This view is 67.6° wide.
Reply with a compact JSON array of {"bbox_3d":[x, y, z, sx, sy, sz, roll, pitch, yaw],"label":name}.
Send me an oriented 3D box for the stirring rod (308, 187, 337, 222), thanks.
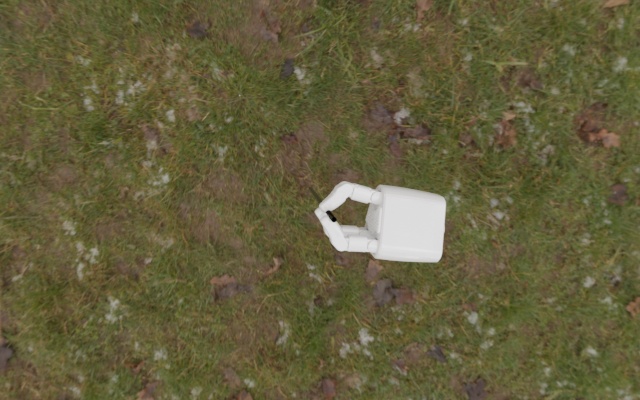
[{"bbox_3d":[0.000,0.003,0.808,0.011,0.011,0.239,0,12,-10],"label":"stirring rod"}]
